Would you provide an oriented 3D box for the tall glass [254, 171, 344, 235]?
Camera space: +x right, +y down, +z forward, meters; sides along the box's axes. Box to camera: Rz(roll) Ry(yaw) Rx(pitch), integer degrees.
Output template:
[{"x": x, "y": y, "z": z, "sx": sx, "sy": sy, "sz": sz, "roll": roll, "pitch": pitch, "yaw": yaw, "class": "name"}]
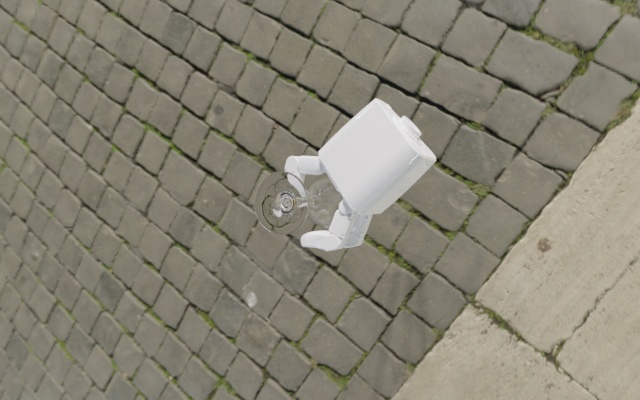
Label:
[{"x": 0.000, "y": 0.002, "z": 0.641, "sx": 0.079, "sy": 0.079, "sz": 0.201, "roll": 0, "pitch": 0, "yaw": 27, "class": "tall glass"}]
